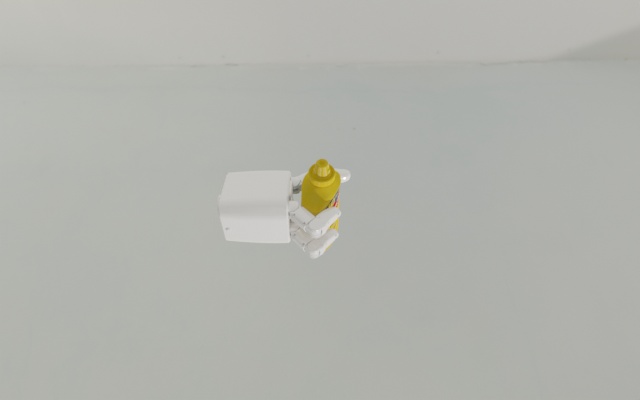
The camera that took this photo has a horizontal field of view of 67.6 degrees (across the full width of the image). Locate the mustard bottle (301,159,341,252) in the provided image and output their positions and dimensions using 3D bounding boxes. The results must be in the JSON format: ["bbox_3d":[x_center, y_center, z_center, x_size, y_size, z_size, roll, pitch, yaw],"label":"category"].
[{"bbox_3d":[0.000,0.003,0.775,0.058,0.096,0.192,20,-35,14],"label":"mustard bottle"}]
